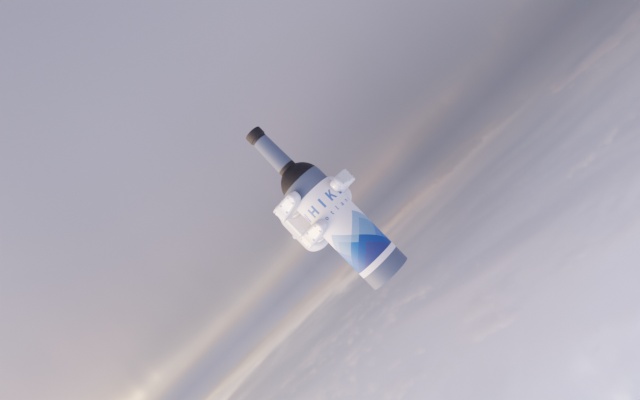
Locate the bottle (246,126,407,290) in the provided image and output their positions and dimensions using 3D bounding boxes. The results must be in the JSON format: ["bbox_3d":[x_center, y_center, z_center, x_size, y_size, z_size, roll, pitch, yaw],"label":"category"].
[{"bbox_3d":[0.000,0.002,0.706,0.069,0.295,0.069,-44,-5,-5],"label":"bottle"}]
